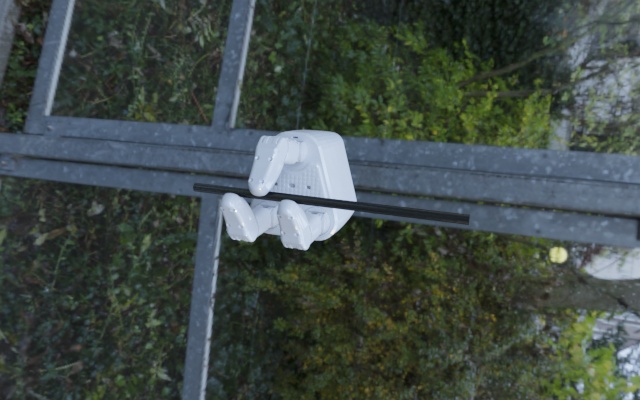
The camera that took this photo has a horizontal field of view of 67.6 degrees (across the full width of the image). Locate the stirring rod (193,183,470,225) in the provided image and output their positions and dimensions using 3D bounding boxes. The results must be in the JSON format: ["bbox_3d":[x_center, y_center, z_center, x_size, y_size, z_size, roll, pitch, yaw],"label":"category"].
[{"bbox_3d":[0.000,0.001,0.402,0.239,0.011,0.011,7,2,17],"label":"stirring rod"}]
